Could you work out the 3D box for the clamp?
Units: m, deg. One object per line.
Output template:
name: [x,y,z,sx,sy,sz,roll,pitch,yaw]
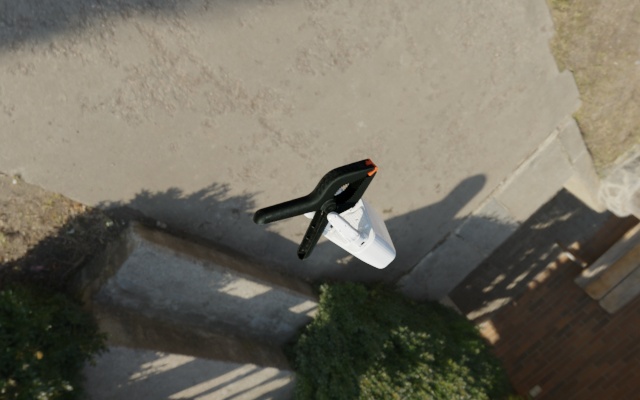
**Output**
clamp: [0.001,0.003,0.772,0.165,0.210,0.036,37,13,-51]
